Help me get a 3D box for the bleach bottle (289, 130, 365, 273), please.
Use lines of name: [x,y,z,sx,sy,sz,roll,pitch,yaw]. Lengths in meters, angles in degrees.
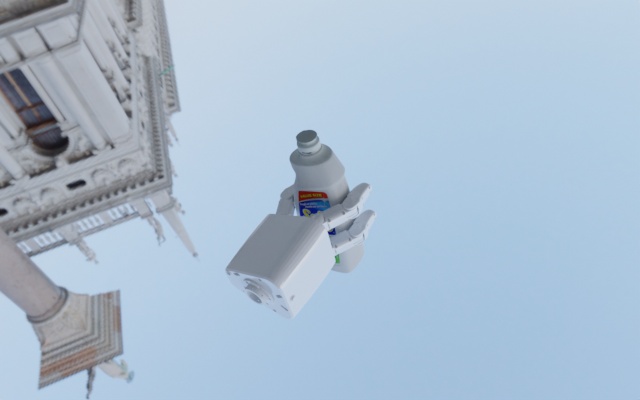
bleach bottle: [0.000,0.002,0.705,0.102,0.251,0.068,17,53,30]
